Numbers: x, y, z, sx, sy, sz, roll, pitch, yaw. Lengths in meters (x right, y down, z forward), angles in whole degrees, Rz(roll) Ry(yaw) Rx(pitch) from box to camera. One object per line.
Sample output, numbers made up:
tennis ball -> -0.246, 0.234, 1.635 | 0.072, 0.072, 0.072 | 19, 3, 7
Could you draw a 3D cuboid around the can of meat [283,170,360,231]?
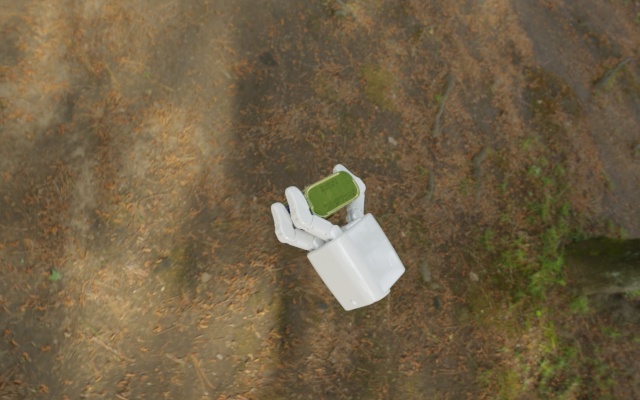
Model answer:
can of meat -> 0.000, 0.002, 0.734 | 0.102, 0.057, 0.084 | -29, -4, -35
